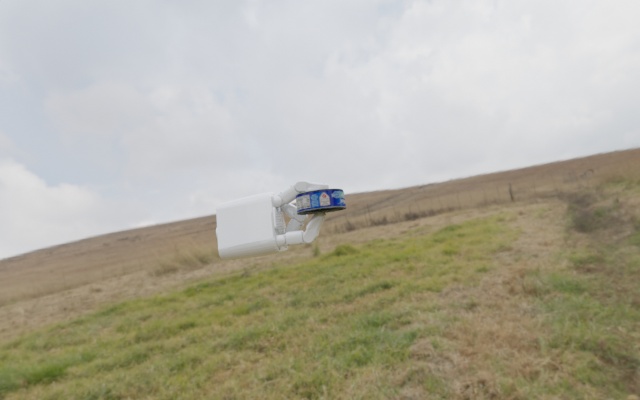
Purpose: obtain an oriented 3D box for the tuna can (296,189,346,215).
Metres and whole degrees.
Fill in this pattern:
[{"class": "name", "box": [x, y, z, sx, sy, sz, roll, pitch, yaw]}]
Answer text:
[{"class": "tuna can", "box": [0.000, 0.002, 0.826, 0.086, 0.033, 0.086, -7, -6, -1]}]
